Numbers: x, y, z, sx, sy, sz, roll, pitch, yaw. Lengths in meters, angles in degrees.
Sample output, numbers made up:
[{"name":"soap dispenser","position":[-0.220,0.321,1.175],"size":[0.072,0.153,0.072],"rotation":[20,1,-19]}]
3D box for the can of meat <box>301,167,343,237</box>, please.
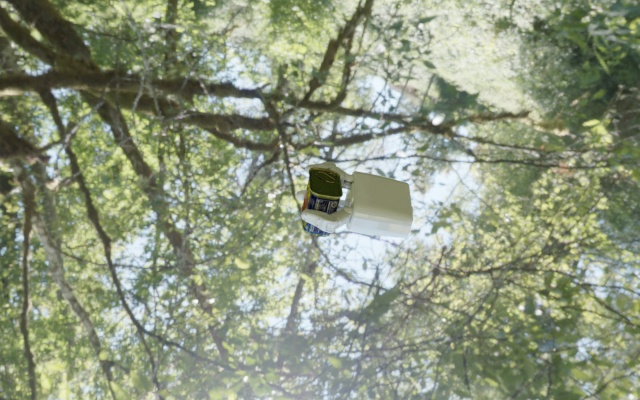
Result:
[{"name":"can of meat","position":[0.000,0.003,0.837],"size":[0.057,0.084,0.102],"rotation":[9,29,-8]}]
